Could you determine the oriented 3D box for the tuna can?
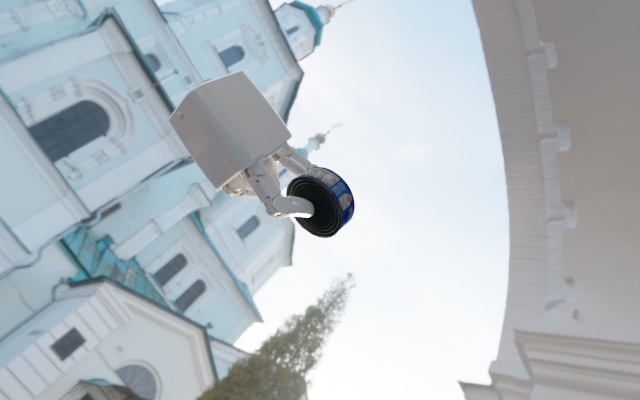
[{"bbox_3d":[0.000,0.002,0.594,0.086,0.086,0.033,0,28,42],"label":"tuna can"}]
